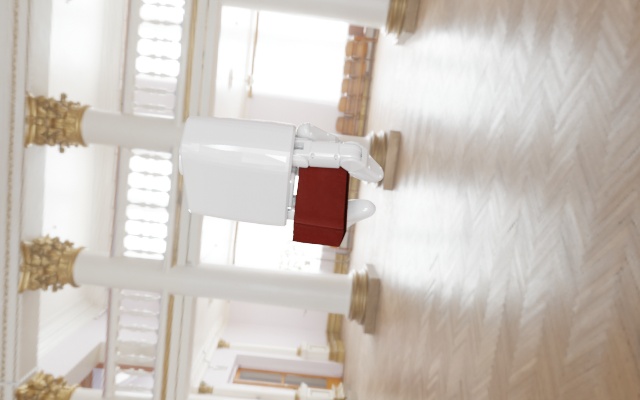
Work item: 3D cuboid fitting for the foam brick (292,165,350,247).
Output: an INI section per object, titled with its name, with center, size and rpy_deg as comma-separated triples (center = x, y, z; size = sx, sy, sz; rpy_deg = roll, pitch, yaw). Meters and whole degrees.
[foam brick]
center = 0.000, 0.002, 0.482
size = 0.051, 0.078, 0.053
rpy_deg = 6, -25, -3
